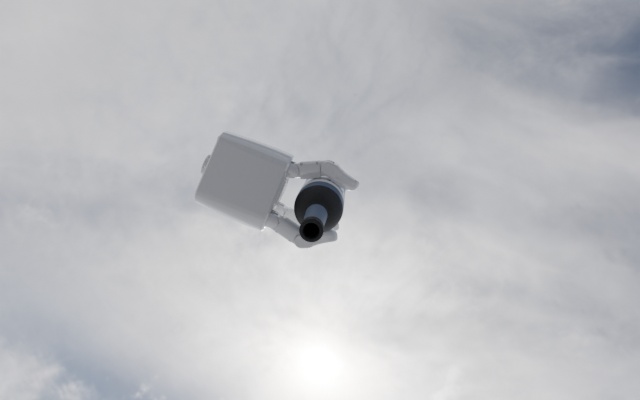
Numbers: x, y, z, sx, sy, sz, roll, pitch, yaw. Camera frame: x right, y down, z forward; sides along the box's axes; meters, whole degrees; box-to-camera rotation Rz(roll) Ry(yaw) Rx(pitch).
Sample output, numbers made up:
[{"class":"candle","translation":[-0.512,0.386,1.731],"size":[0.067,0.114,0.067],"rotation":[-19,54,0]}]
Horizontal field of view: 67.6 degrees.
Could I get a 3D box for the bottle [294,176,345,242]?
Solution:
[{"class":"bottle","translation":[0.000,0.002,0.674],"size":[0.069,0.069,0.295],"rotation":[0,12,4]}]
